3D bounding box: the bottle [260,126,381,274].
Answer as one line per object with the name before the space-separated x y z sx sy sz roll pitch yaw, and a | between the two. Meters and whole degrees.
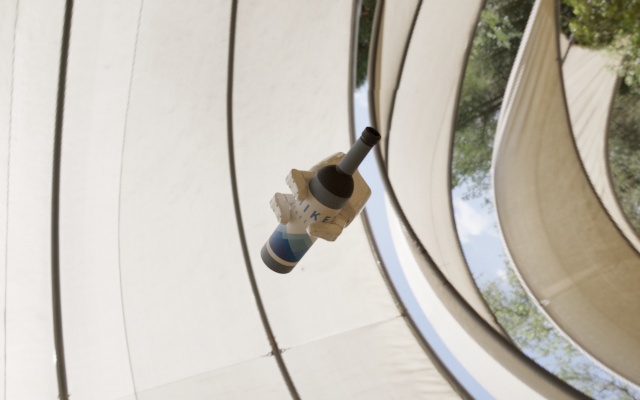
bottle | 0.000 0.003 0.758 0.069 0.069 0.296 0 -43 -45
